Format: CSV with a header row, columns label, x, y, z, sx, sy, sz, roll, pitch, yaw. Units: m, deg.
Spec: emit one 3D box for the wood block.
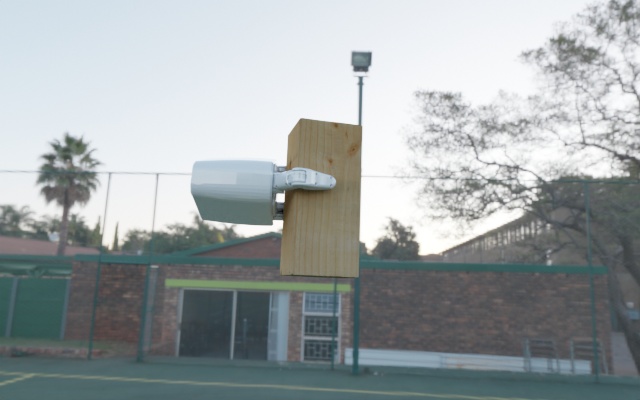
label,x,y,z,sx,sy,sz,roll,pitch,yaw
wood block,0.000,0.002,0.662,0.090,0.206,0.091,5,-10,-15
